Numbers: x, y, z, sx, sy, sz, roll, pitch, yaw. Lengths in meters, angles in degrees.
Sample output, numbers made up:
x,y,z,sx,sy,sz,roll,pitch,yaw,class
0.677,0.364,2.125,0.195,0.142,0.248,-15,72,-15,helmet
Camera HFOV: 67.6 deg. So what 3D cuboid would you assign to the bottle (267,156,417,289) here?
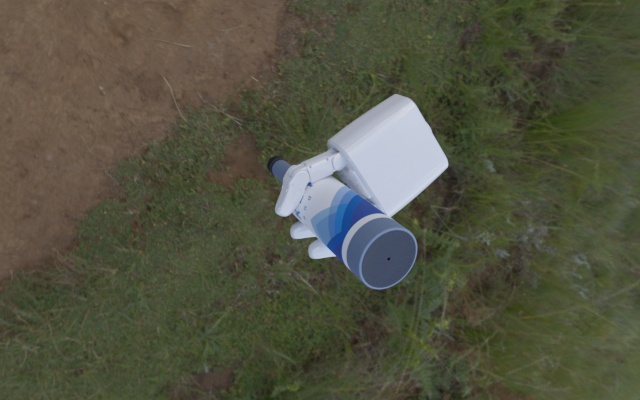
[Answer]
x,y,z,sx,sy,sz,roll,pitch,yaw,class
0.000,0.002,0.573,0.069,0.069,0.295,0,22,-29,bottle
